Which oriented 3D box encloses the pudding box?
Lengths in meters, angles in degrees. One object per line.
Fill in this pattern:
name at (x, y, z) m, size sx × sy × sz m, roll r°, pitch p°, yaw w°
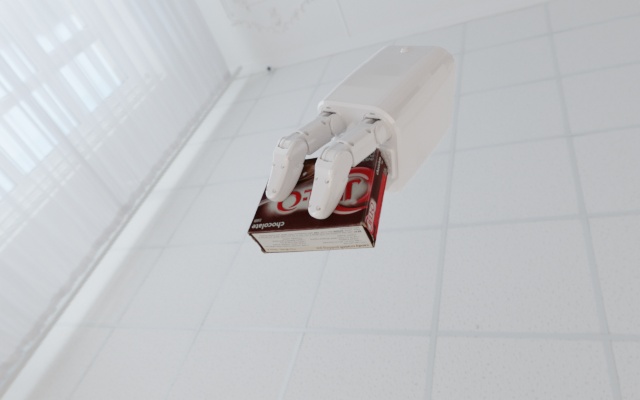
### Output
pudding box at (0.000, 0.001, 0.436) m, size 0.113 × 0.090 × 0.039 m, roll -8°, pitch -46°, yaw 26°
